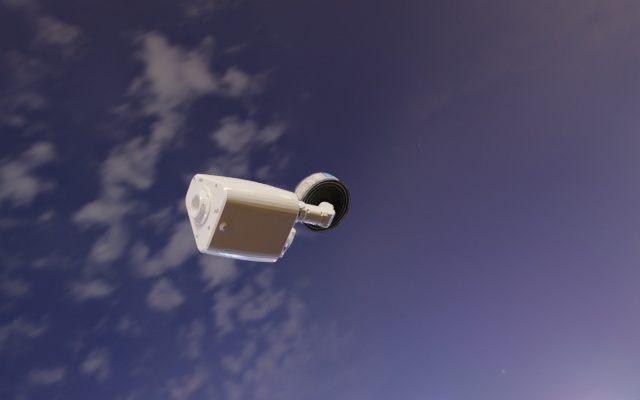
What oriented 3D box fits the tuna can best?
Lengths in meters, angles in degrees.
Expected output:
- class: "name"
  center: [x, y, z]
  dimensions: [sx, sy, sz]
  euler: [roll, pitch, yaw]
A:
- class: "tuna can"
  center: [0.000, 0.002, 0.712]
  dimensions: [0.086, 0.086, 0.033]
  euler: [0, 24, -32]
